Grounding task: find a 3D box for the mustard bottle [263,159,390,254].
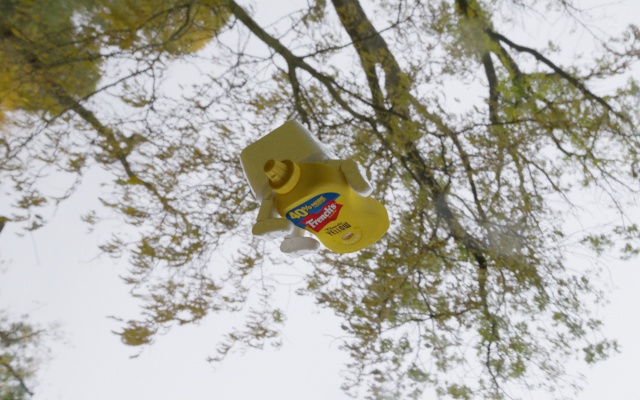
[{"bbox_3d":[0.000,0.002,0.604,0.096,0.058,0.192,-28,-43,28],"label":"mustard bottle"}]
